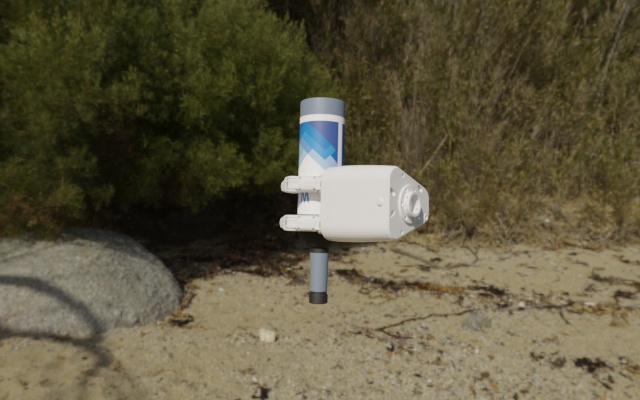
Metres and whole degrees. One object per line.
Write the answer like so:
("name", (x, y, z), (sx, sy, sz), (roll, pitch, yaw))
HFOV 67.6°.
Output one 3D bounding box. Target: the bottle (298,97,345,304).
("bottle", (0.000, 0.002, 0.702), (0.069, 0.295, 0.069), (1, -3, 0))
